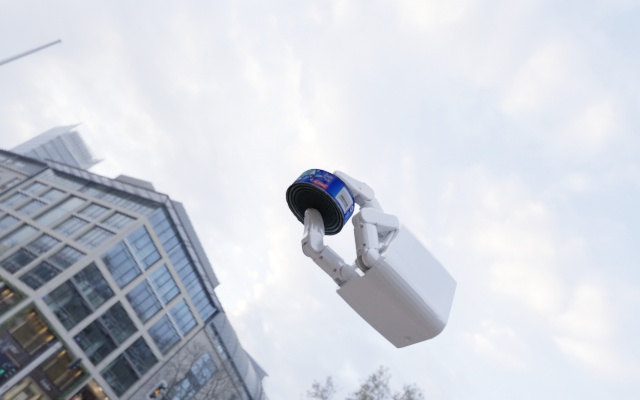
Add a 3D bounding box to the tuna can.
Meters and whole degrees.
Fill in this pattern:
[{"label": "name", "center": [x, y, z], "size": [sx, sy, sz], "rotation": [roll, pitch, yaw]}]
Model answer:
[{"label": "tuna can", "center": [0.000, 0.002, 0.601], "size": [0.086, 0.086, 0.033], "rotation": [0, 38, 42]}]
